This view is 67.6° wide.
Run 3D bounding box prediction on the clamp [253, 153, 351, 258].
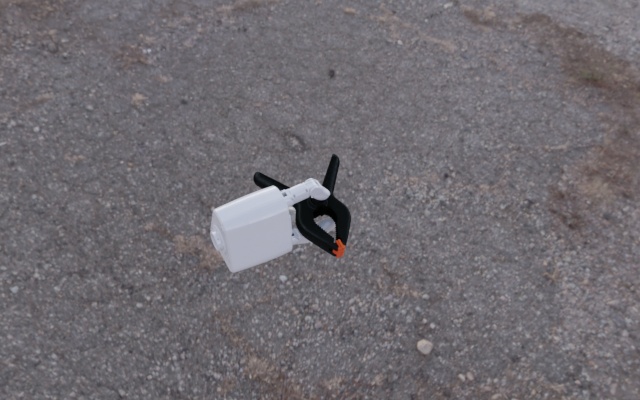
[{"bbox_3d":[0.000,0.003,0.821,0.164,0.210,0.036,-22,-33,-22],"label":"clamp"}]
